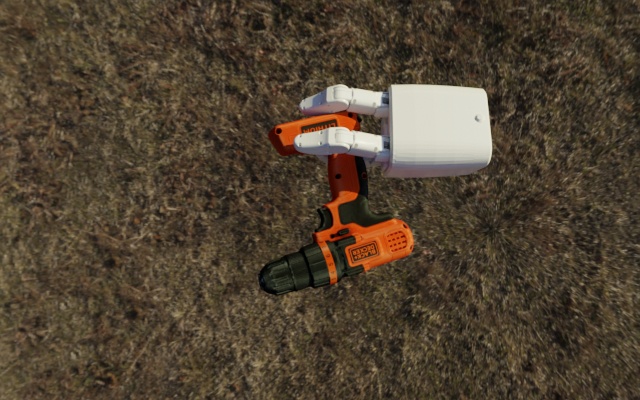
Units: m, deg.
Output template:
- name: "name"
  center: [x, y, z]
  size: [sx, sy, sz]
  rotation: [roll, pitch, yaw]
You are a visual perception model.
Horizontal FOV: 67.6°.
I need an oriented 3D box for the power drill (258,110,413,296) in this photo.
- name: "power drill"
  center: [0.000, 0.001, 0.547]
  size: [0.184, 0.187, 0.057]
  rotation: [-16, 1, -14]
